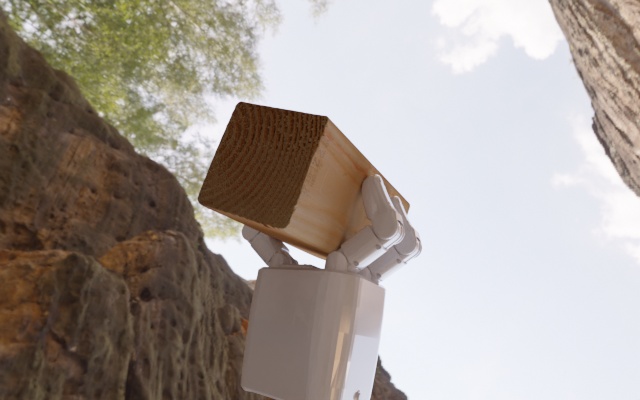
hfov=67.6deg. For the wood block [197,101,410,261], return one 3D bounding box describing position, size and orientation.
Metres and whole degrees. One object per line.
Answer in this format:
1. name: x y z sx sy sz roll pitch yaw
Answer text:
1. wood block: 0.000 0.002 0.438 0.091 0.090 0.206 15 -11 30
